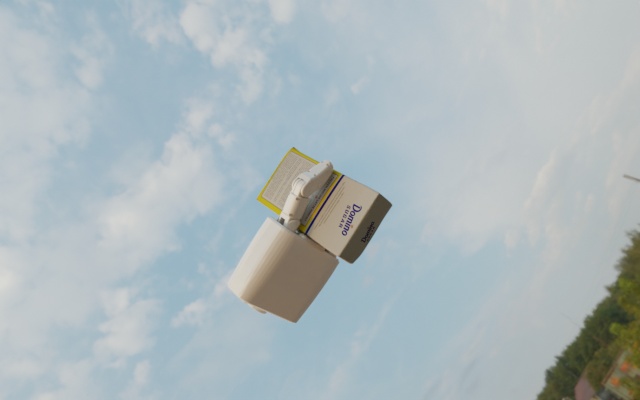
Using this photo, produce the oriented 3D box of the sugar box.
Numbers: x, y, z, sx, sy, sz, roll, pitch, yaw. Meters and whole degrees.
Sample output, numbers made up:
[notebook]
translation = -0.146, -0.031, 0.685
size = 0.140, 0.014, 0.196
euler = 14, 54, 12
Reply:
[sugar box]
translation = 0.000, 0.002, 0.634
size = 0.176, 0.093, 0.048
euler = 32, -2, 39
